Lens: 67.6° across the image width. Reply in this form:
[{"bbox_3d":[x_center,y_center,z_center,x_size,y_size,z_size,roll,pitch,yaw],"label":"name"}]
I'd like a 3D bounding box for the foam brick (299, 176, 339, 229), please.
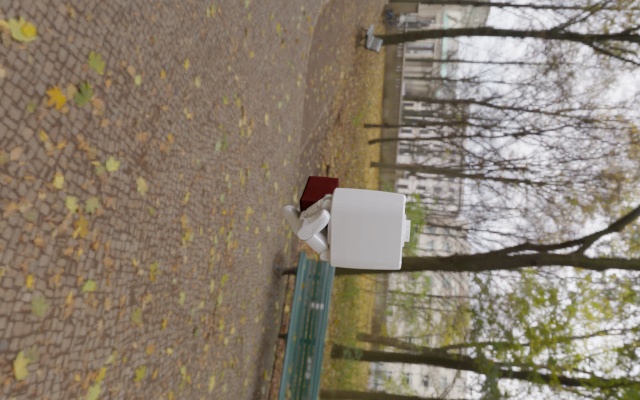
[{"bbox_3d":[0.000,0.002,0.772,0.051,0.053,0.078,3,34,10],"label":"foam brick"}]
